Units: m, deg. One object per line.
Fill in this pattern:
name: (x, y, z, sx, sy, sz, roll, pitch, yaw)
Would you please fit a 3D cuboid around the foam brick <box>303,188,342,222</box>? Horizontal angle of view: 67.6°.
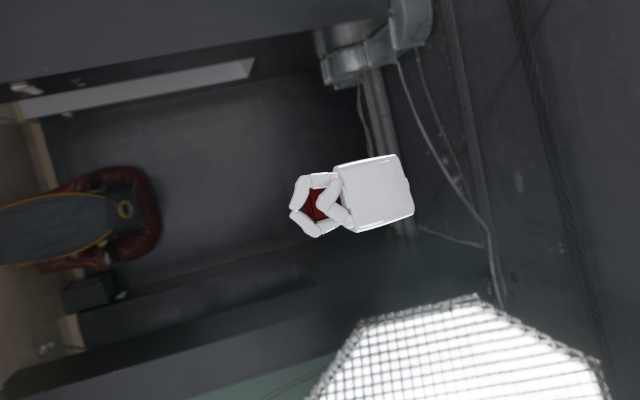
foam brick: (0.000, 0.003, 0.821, 0.051, 0.053, 0.078, -15, 7, -12)
